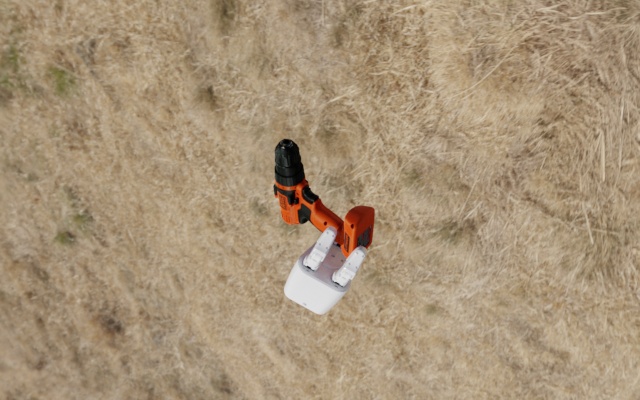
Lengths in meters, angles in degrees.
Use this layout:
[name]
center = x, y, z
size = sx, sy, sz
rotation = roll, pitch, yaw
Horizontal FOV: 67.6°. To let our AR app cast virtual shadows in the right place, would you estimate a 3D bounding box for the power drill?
[power drill]
center = 0.000, 0.003, 0.779
size = 0.187, 0.185, 0.057
rotation = 34, 59, 28
